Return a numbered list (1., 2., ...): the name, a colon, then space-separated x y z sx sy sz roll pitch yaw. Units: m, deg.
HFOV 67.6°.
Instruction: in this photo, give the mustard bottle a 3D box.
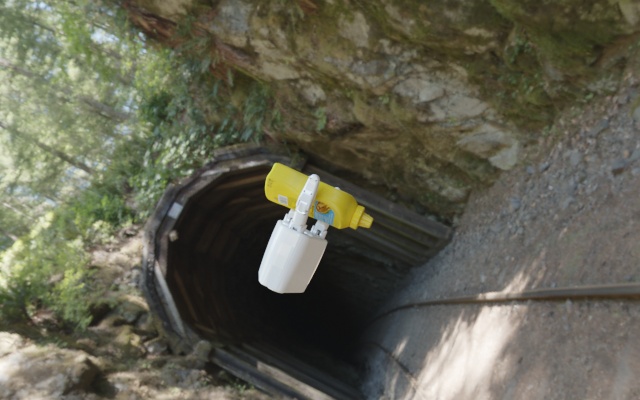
1. mustard bottle: 0.000 0.002 0.833 0.191 0.058 0.096 23 -25 9
